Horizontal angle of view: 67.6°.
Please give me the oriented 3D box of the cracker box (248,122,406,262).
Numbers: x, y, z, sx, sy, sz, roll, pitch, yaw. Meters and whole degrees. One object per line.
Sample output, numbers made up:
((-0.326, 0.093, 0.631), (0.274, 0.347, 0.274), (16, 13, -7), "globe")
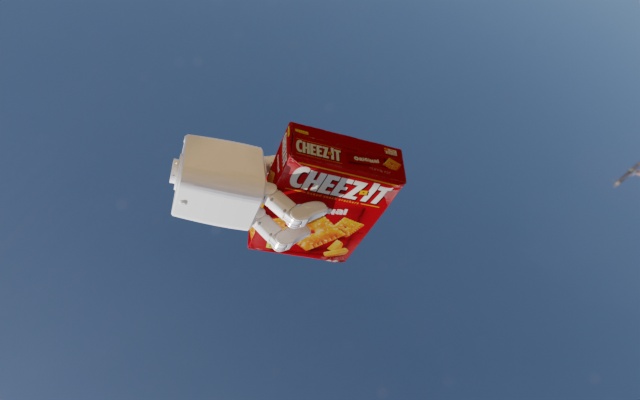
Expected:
((0.000, 0.002, 0.688), (0.164, 0.072, 0.214), (11, -40, -18), "cracker box")
